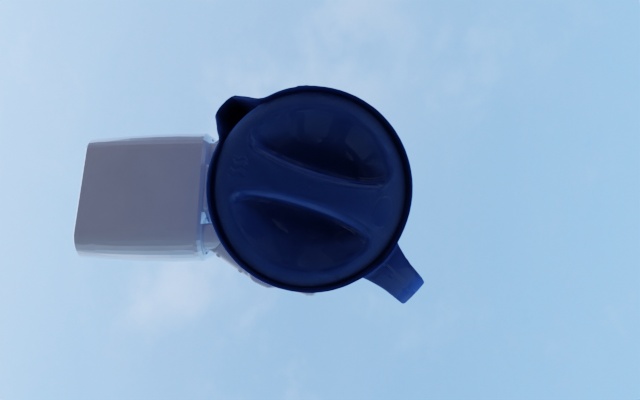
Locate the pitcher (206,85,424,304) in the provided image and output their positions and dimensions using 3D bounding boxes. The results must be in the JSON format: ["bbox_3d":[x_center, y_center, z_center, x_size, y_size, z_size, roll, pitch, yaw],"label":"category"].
[{"bbox_3d":[0.000,0.001,0.418,0.145,0.149,0.243,-2,0,0],"label":"pitcher"}]
